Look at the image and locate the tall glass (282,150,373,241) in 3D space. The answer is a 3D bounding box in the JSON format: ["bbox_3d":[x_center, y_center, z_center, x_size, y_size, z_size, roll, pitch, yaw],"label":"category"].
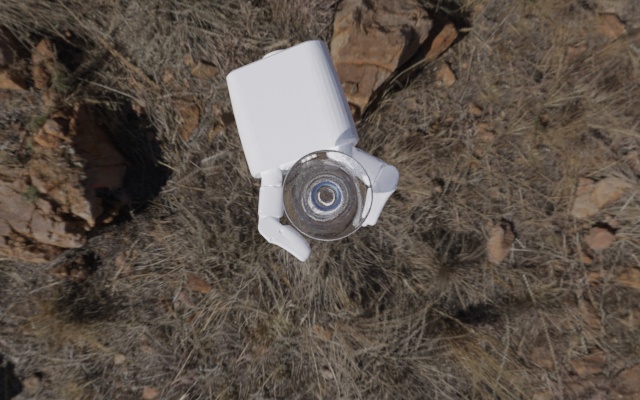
[{"bbox_3d":[0.000,0.002,0.483,0.079,0.079,0.201,0,-4,-3],"label":"tall glass"}]
